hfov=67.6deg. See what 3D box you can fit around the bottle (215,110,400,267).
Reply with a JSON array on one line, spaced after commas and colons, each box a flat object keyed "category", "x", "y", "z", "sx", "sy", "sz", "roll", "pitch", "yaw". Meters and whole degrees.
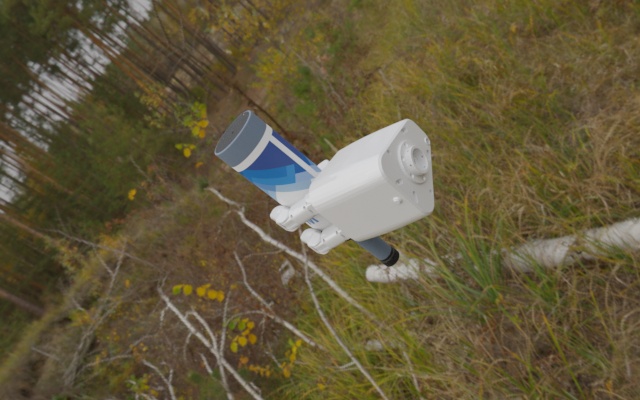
[{"category": "bottle", "x": 0.000, "y": 0.002, "z": 0.625, "sx": 0.296, "sy": 0.069, "sz": 0.069, "roll": 38, "pitch": -19, "yaw": -26}]
